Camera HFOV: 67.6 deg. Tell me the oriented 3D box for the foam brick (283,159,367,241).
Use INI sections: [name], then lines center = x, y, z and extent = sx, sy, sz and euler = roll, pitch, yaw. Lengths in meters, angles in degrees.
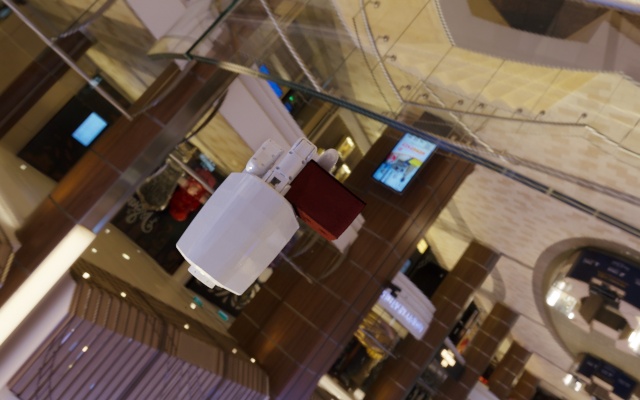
[foam brick]
center = 0.000, 0.002, 0.525
extent = 0.078, 0.051, 0.053
euler = 39, -13, -3
